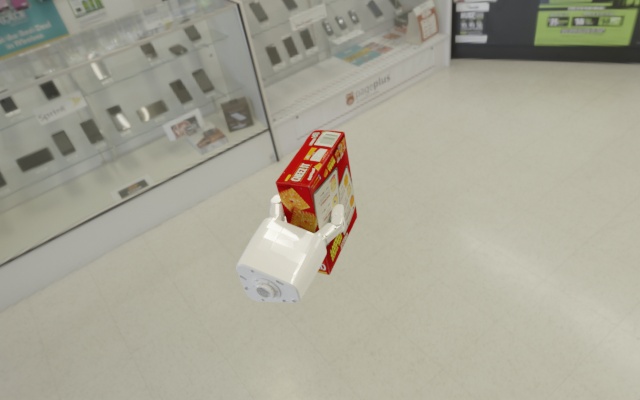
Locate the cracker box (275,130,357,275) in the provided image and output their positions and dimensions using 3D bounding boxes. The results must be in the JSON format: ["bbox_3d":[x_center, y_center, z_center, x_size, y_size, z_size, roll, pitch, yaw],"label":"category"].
[{"bbox_3d":[0.000,0.003,0.879,0.072,0.214,0.164,9,44,23],"label":"cracker box"}]
